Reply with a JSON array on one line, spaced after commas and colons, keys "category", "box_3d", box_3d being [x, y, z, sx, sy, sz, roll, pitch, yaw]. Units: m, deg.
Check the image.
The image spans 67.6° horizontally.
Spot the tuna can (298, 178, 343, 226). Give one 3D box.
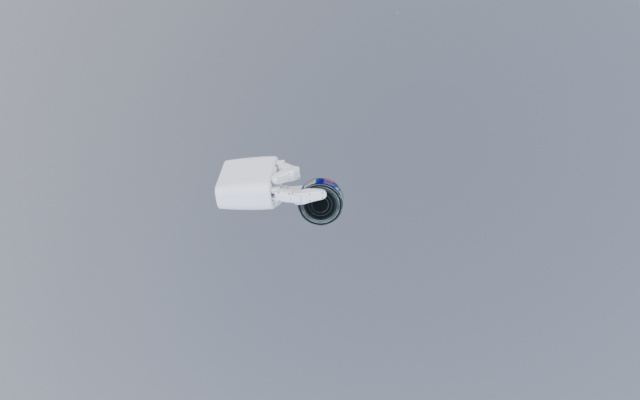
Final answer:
[{"category": "tuna can", "box_3d": [0.000, 0.003, 0.895, 0.086, 0.086, 0.033, 0, 21, 3]}]
